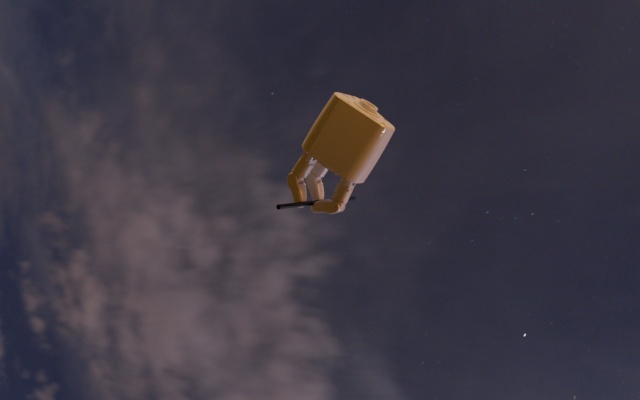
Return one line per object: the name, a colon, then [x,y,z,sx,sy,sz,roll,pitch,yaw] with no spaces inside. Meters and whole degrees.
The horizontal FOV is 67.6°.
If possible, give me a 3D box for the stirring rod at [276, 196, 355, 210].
stirring rod: [0.000,0.003,0.838,0.011,0.011,0.239,0,3,33]
